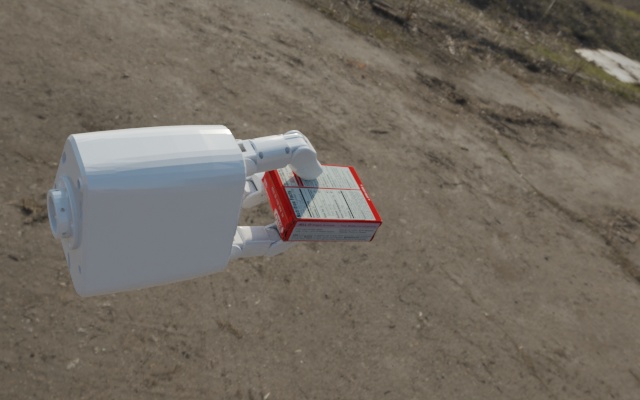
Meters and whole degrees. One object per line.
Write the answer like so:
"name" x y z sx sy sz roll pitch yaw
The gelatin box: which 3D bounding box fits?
"gelatin box" 0.001 0.001 0.421 0.089 0.030 0.073 2 44 -28
